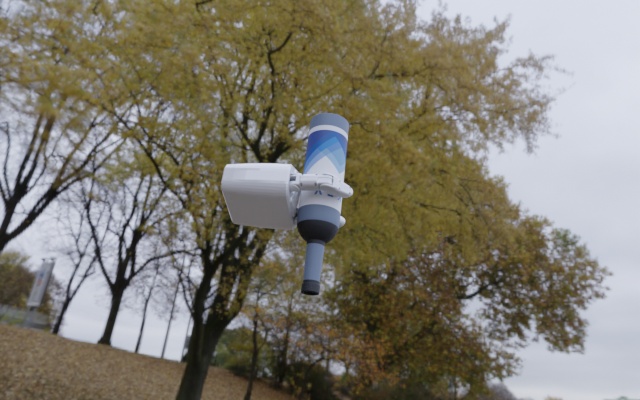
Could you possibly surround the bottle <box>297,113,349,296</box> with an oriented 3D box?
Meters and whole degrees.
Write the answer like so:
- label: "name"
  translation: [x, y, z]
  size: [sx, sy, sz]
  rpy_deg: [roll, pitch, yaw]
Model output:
- label: "bottle"
  translation: [0.000, 0.002, 0.757]
  size: [0.069, 0.295, 0.069]
  rpy_deg: [6, -24, 2]
